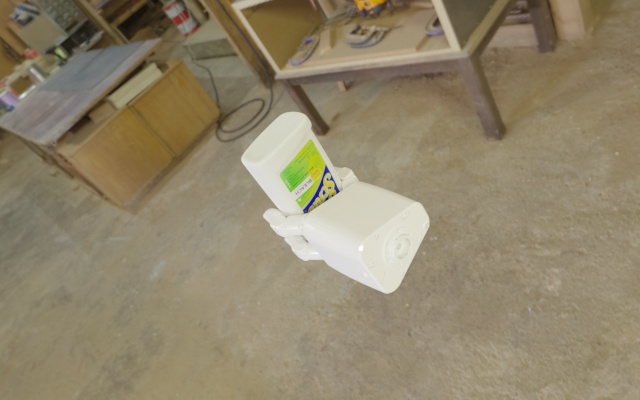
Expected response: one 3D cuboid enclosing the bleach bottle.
[{"bbox_3d":[0.000,0.002,0.674,0.068,0.102,0.251,22,-25,51],"label":"bleach bottle"}]
